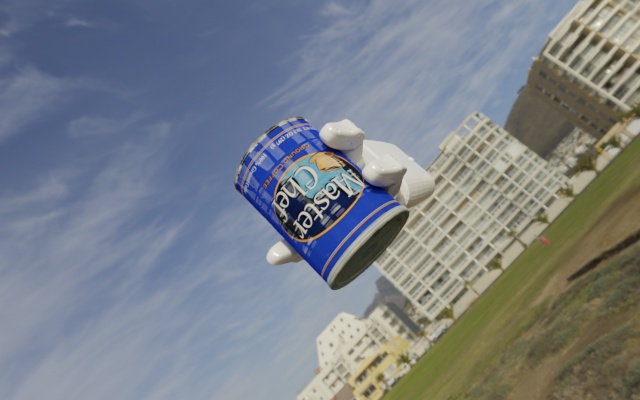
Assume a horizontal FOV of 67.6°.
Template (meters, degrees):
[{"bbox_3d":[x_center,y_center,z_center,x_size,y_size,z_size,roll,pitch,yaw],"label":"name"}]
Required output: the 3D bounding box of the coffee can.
[{"bbox_3d":[0.000,0.002,0.465,0.140,0.103,0.103,44,17,19],"label":"coffee can"}]
